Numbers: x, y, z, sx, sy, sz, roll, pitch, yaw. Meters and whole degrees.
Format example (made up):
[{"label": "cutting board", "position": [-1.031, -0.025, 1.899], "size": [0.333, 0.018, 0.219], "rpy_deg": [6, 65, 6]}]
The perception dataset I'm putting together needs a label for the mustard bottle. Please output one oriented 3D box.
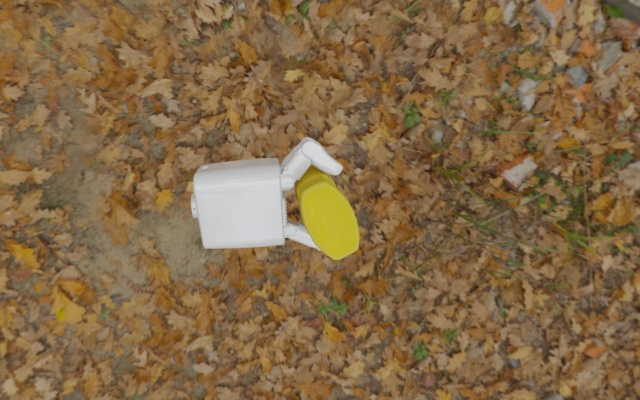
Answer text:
[{"label": "mustard bottle", "position": [0.000, 0.002, 0.624], "size": [0.058, 0.096, 0.191], "rpy_deg": [-28, 16, 0]}]
